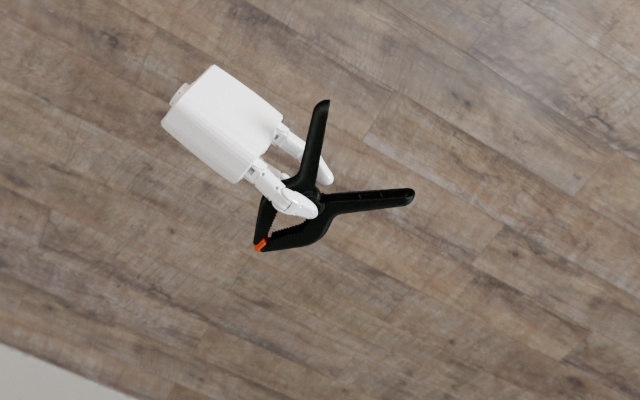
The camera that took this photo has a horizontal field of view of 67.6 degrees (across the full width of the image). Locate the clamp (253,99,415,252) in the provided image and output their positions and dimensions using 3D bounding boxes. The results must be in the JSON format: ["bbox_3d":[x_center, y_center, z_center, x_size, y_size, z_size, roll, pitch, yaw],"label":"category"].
[{"bbox_3d":[0.000,0.003,0.593,0.164,0.210,0.036,38,23,-13],"label":"clamp"}]
